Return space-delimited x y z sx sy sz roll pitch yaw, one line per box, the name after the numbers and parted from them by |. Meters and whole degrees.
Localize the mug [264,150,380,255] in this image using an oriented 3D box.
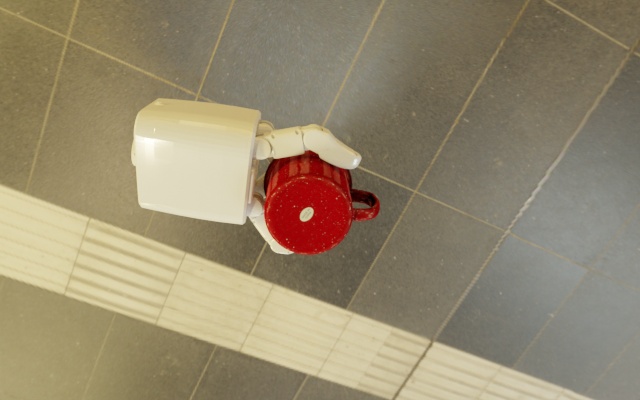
0.001 0.002 0.465 0.117 0.093 0.081 8 22 -5 | mug
